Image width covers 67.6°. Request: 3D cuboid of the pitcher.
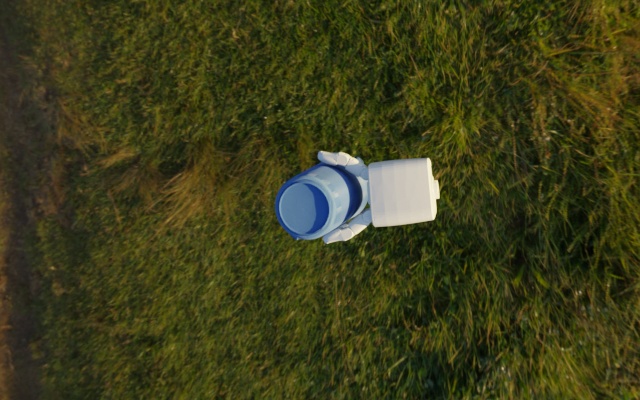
[{"bbox_3d":[0.000,0.003,0.892,0.145,0.149,0.243,-4,8,17],"label":"pitcher"}]
